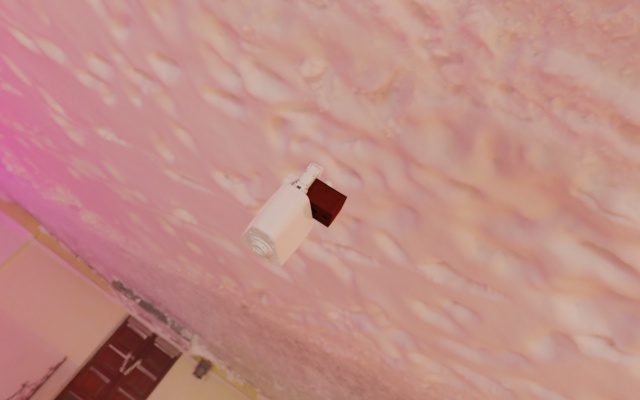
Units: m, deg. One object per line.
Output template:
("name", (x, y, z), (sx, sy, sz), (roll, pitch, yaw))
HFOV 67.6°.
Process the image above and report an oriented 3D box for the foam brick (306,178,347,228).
("foam brick", (0.000, 0.003, 0.889), (0.078, 0.051, 0.053), (32, -31, 8))
